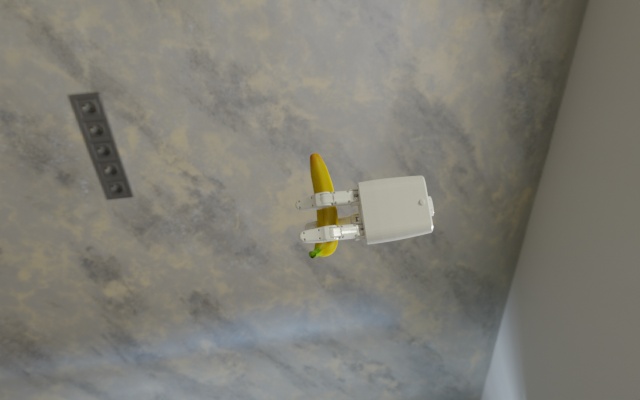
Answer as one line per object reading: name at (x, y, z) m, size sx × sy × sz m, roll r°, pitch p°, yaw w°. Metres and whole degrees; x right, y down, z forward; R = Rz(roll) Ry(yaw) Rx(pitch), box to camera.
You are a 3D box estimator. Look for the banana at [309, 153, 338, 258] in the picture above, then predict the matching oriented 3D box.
banana at (0.006, 0.014, 0.800) m, size 0.037 × 0.197 × 0.070 m, roll -11°, pitch -32°, yaw 14°
